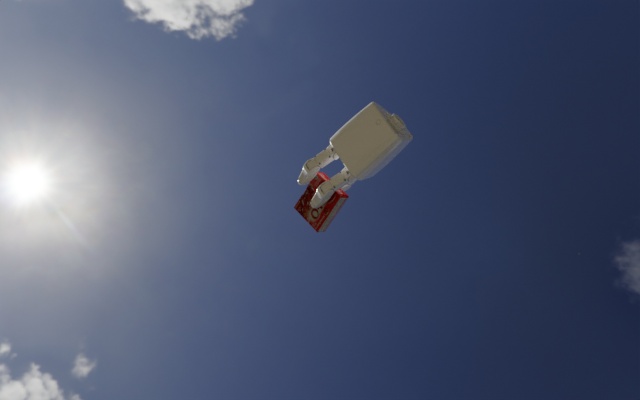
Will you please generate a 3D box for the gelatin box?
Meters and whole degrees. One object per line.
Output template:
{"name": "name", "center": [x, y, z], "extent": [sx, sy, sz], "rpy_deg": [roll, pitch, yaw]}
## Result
{"name": "gelatin box", "center": [0.000, 0.003, 0.897], "extent": [0.073, 0.089, 0.030], "rpy_deg": [45, 25, 27]}
